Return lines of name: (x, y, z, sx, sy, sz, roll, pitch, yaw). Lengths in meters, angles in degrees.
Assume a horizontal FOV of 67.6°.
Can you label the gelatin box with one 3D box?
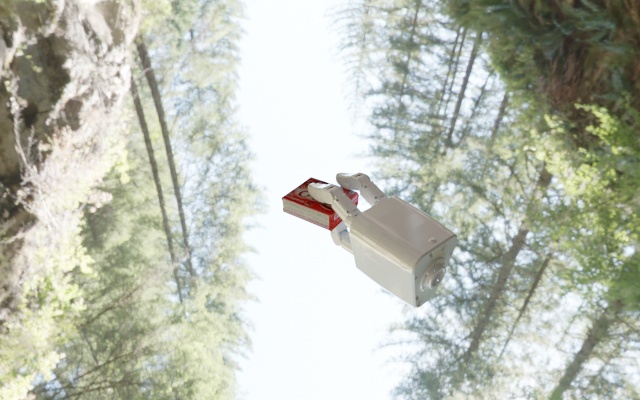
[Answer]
gelatin box: (0.000, 0.003, 0.696, 0.089, 0.030, 0.073, 20, 38, 29)
